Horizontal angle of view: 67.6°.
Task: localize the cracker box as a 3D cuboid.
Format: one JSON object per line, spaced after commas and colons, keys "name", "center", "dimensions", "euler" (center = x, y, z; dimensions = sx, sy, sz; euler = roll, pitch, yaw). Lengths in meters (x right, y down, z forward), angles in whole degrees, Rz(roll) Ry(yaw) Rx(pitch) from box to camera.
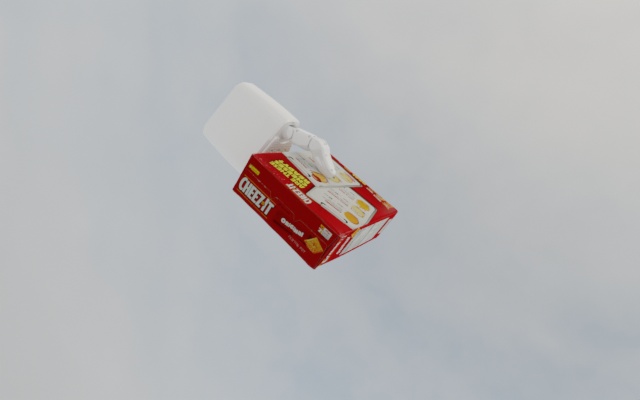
{"name": "cracker box", "center": [0.000, 0.002, 0.701], "dimensions": [0.164, 0.072, 0.213], "euler": [42, 24, 17]}
